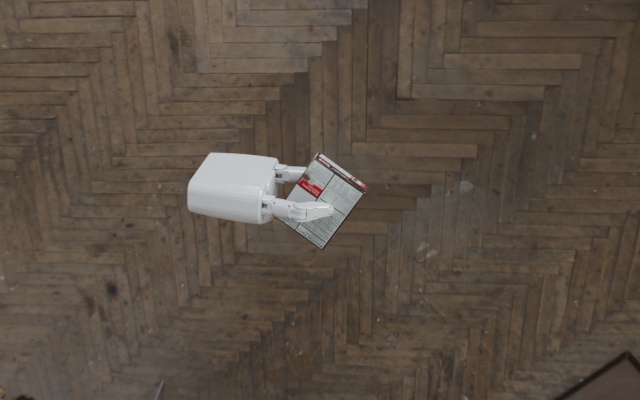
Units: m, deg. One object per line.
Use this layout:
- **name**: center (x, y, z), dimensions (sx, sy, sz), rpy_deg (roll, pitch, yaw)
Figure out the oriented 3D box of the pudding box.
- **pudding box**: center (0.000, 0.002, 0.689), dimensions (0.090, 0.113, 0.039), rpy_deg (35, 20, -1)
